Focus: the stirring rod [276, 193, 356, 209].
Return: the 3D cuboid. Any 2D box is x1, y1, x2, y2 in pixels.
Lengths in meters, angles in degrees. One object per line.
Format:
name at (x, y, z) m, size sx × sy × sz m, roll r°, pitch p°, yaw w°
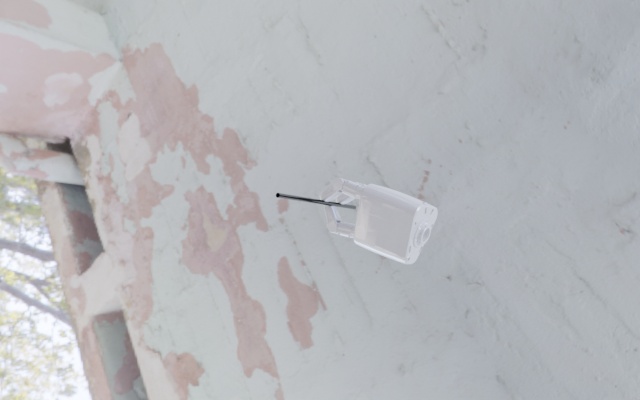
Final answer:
stirring rod at (0.000, 0.003, 0.855) m, size 0.011 × 0.011 × 0.239 m, roll 0°, pitch -5°, yaw 35°
